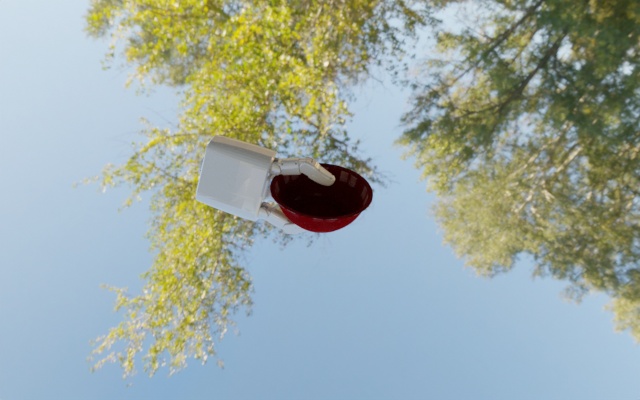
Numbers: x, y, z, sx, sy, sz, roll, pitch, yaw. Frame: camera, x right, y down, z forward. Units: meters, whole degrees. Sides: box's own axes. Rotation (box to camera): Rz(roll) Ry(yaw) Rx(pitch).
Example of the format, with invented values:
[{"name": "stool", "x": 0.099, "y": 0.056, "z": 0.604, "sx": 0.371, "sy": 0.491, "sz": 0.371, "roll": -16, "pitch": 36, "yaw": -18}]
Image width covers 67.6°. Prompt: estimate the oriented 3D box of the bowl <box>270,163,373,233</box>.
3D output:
[{"name": "bowl", "x": 0.001, "y": 0.003, "z": 0.758, "sx": 0.162, "sy": 0.055, "sz": 0.162, "roll": 3, "pitch": 34, "yaw": -2}]
